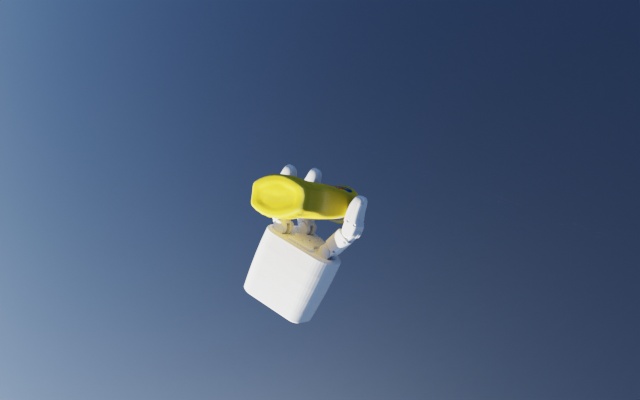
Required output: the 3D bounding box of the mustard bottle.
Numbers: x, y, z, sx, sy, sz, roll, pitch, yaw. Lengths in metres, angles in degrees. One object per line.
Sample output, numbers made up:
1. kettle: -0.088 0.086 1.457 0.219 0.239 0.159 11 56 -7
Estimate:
1. mustard bottle: 0.000 0.002 0.680 0.096 0.058 0.191 4 -3 38
